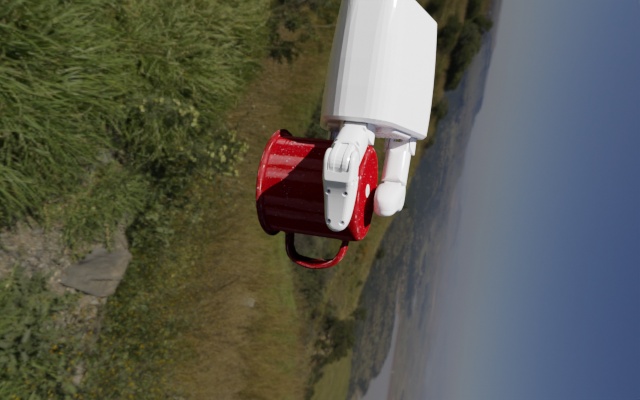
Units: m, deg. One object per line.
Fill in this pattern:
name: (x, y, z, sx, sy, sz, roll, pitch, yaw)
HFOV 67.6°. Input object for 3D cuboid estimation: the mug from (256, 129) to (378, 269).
mug: (0.000, 0.003, 0.406, 0.081, 0.117, 0.093, 8, 5, 16)
